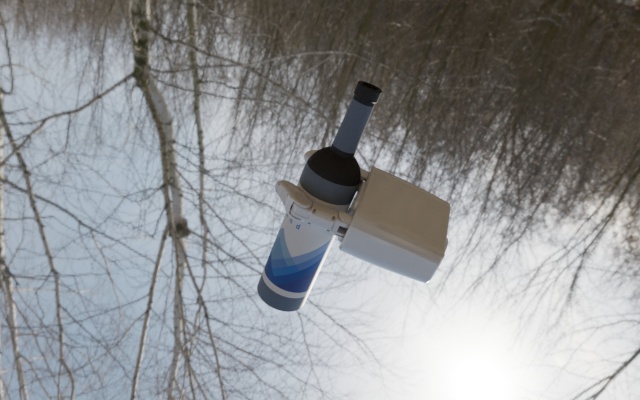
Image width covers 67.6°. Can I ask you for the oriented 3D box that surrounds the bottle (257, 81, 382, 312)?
[{"bbox_3d":[0.000,0.002,0.564,0.069,0.296,0.069,18,27,-10],"label":"bottle"}]
